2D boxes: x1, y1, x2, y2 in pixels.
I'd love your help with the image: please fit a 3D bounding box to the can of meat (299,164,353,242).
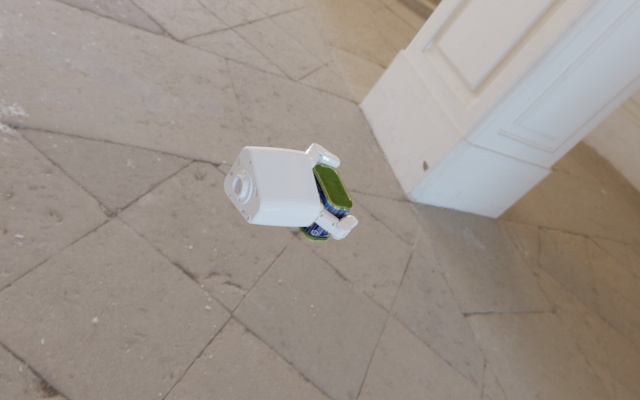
[{"bbox_3d":[0.000,0.002,0.786,0.057,0.102,0.084,6,-44,-38],"label":"can of meat"}]
